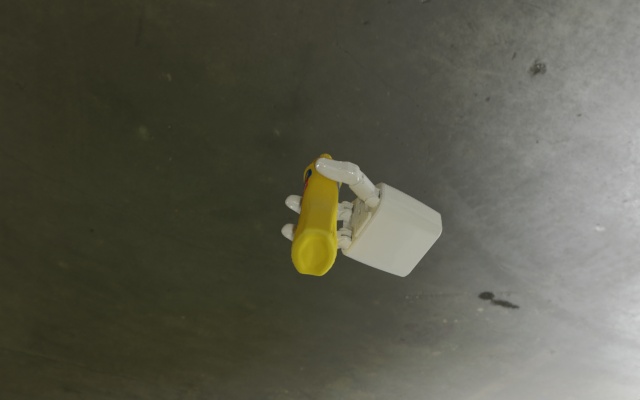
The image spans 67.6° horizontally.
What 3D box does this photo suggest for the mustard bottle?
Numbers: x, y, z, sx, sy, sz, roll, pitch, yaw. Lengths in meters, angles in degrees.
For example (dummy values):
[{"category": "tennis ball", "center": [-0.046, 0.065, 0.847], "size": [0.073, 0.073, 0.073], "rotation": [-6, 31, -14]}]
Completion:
[{"category": "mustard bottle", "center": [0.000, 0.002, 0.667], "size": [0.058, 0.191, 0.096], "rotation": [7, -44, 1]}]
